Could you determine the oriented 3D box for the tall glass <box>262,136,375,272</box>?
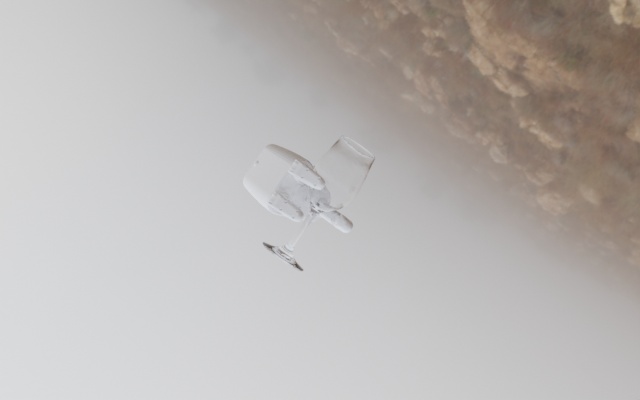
[{"bbox_3d":[0.000,0.003,0.713,0.079,0.201,0.079,35,0,0],"label":"tall glass"}]
